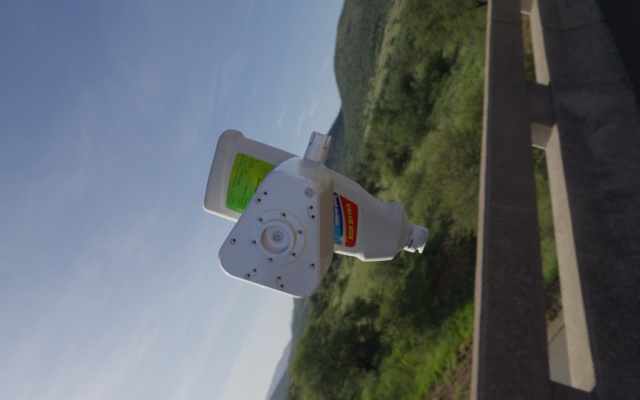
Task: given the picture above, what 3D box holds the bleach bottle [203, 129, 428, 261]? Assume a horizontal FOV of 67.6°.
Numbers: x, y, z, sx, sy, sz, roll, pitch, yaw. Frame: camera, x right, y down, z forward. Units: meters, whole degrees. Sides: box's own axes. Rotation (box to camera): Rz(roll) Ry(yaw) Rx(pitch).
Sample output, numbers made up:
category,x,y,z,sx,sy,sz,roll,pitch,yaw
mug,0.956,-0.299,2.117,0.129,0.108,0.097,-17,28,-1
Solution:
category,x,y,z,sx,sy,sz,roll,pitch,yaw
bleach bottle,0.000,0.002,0.546,0.251,0.102,0.068,17,10,3
